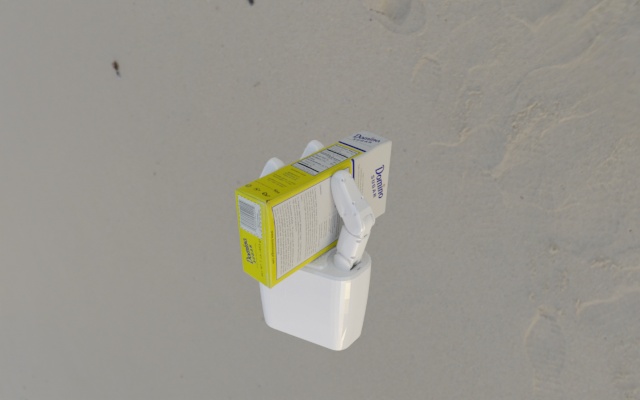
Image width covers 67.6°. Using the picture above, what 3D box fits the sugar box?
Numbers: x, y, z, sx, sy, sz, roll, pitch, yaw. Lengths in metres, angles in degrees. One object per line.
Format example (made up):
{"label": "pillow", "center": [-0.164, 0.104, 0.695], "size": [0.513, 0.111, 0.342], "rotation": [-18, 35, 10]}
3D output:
{"label": "sugar box", "center": [0.000, 0.002, 0.472], "size": [0.048, 0.093, 0.176], "rotation": [24, 38, 33]}
